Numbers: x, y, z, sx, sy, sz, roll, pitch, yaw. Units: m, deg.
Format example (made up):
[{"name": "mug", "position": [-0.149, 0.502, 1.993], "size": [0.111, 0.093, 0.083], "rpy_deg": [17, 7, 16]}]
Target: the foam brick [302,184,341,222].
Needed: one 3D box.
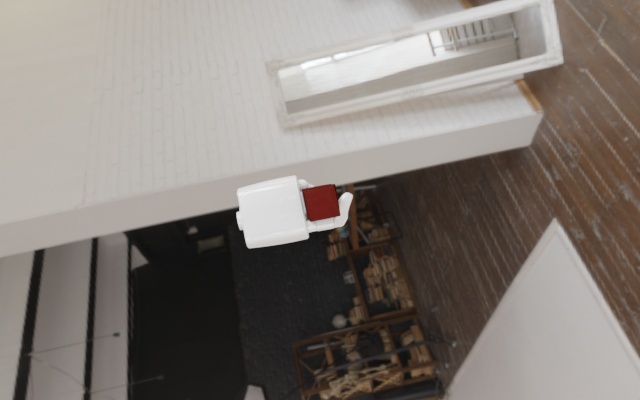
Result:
[{"name": "foam brick", "position": [0.000, 0.002, 0.779], "size": [0.051, 0.053, 0.078], "rpy_deg": [-11, 2, -4]}]
